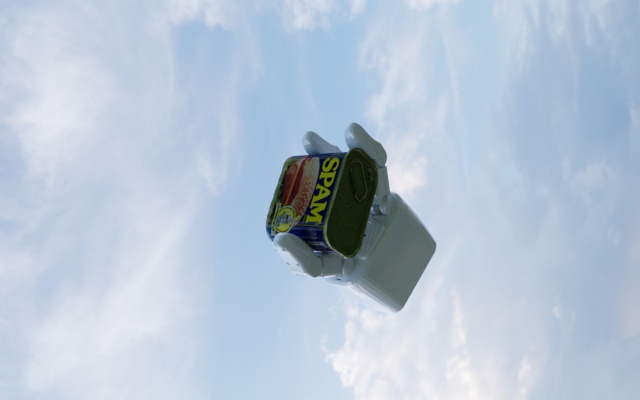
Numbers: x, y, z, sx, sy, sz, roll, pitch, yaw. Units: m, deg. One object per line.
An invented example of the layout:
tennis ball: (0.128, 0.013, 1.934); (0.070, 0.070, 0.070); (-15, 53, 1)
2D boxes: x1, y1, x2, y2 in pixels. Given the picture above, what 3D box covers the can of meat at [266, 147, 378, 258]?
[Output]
can of meat: (0.000, 0.002, 0.472); (0.084, 0.102, 0.057); (0, -25, 40)
